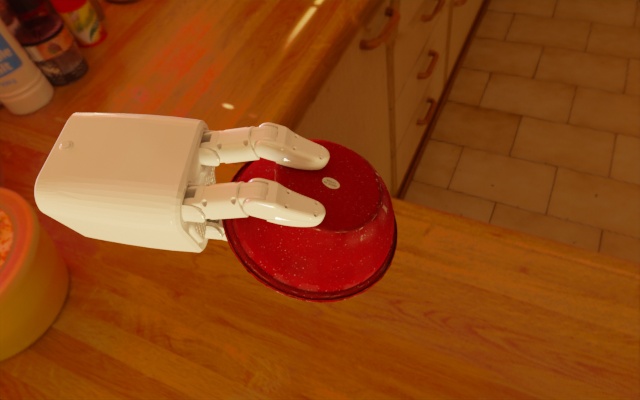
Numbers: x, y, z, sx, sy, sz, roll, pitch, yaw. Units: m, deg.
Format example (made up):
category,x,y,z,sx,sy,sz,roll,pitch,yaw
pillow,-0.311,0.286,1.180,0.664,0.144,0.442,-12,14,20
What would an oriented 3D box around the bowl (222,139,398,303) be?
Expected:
category,x,y,z,sx,sy,sz,roll,pitch,yaw
bowl,0.001,0.001,0.408,0.162,0.162,0.055,0,-33,-18
